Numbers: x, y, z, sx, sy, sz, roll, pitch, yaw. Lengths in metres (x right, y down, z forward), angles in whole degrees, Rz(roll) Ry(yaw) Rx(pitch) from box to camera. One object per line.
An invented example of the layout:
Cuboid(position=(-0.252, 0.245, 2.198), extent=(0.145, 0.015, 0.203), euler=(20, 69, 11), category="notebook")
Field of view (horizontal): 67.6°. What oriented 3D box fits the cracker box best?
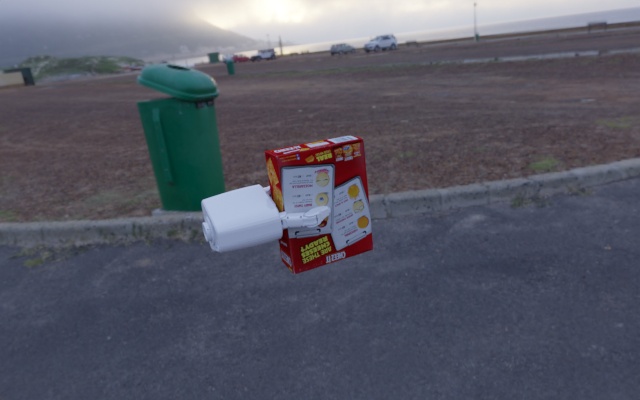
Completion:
Cuboid(position=(0.000, 0.003, 0.851), extent=(0.164, 0.214, 0.072), euler=(-15, 20, -21), category="cracker box")
